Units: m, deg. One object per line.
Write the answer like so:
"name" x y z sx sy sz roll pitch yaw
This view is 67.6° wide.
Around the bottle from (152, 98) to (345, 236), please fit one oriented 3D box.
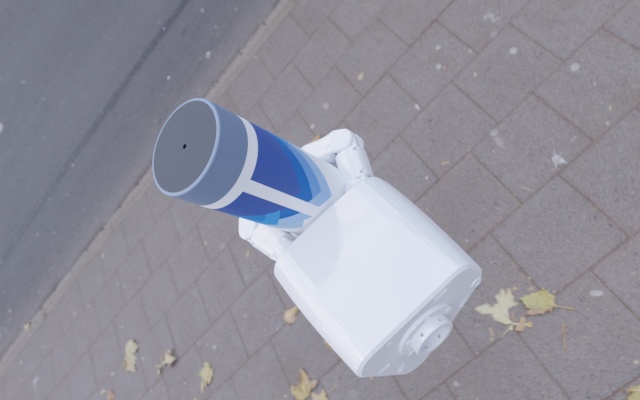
"bottle" 0.000 0.001 0.416 0.069 0.069 0.296 0 -14 38
